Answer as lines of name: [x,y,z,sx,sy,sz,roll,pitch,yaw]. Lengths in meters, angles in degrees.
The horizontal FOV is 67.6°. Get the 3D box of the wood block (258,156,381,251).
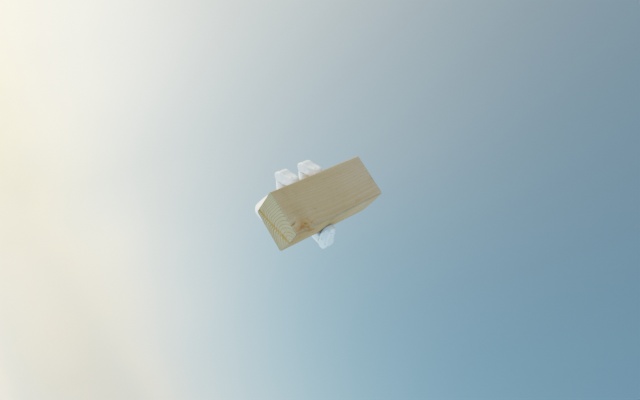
wood block: [0.000,0.003,0.900,0.206,0.091,0.090,-25,-12,-32]
